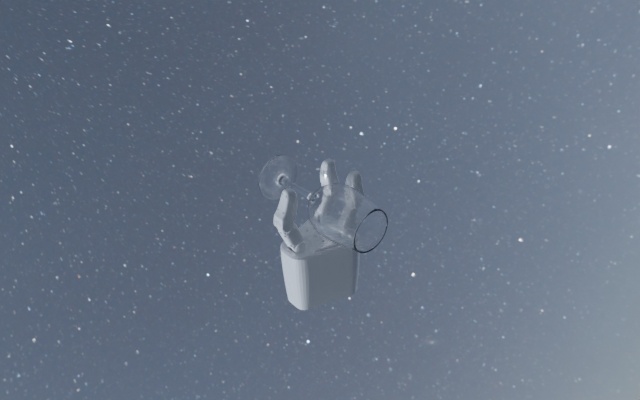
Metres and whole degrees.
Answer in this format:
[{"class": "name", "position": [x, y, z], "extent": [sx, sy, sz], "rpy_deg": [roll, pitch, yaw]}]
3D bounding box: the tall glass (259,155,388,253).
[{"class": "tall glass", "position": [0.000, 0.002, 0.669], "extent": [0.079, 0.079, 0.201], "rpy_deg": [0, 22, -44]}]
